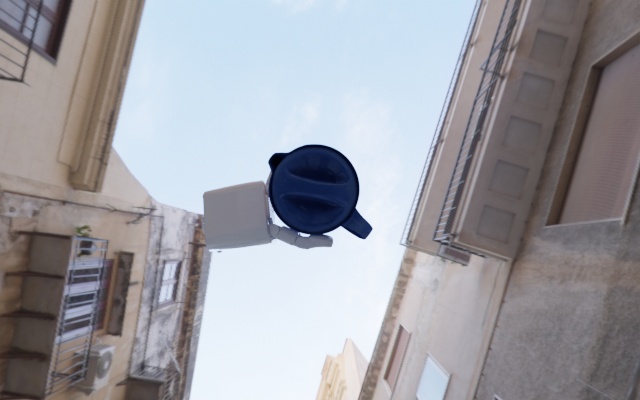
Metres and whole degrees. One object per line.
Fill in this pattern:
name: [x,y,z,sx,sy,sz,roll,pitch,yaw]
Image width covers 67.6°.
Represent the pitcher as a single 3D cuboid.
pitcher: [0.000,0.003,0.802,0.145,0.149,0.243,-9,-6,0]
